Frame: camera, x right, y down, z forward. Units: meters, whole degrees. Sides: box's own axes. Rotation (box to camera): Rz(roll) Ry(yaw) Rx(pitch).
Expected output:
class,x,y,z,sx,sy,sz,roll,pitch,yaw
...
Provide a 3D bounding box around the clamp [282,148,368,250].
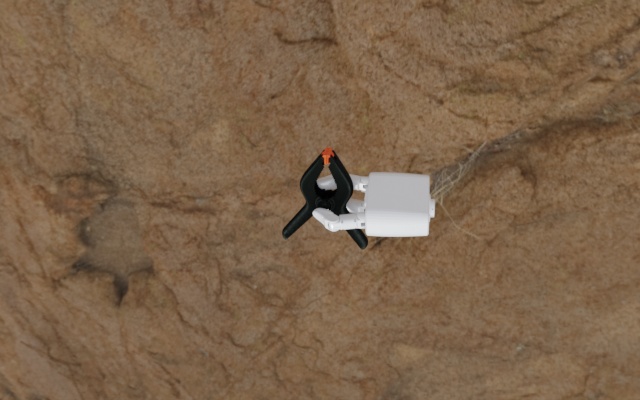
class,x,y,z,sx,sy,sz,roll,pitch,yaw
clamp,0.000,0.003,0.860,0.164,0.210,0.036,0,35,10
